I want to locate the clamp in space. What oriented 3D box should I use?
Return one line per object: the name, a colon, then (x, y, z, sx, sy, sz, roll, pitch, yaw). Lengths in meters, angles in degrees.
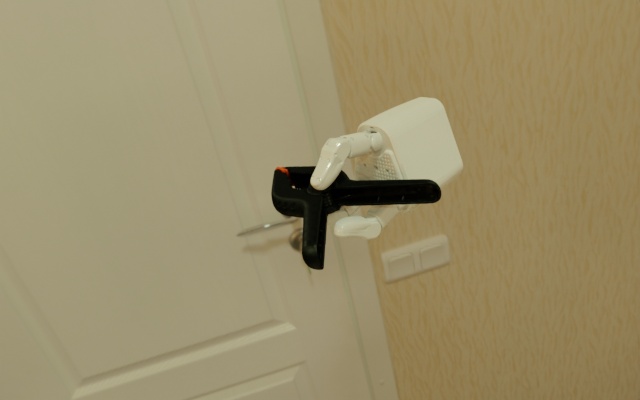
clamp: (0.000, 0.001, 0.523, 0.164, 0.036, 0.210, -30, 31, -31)
